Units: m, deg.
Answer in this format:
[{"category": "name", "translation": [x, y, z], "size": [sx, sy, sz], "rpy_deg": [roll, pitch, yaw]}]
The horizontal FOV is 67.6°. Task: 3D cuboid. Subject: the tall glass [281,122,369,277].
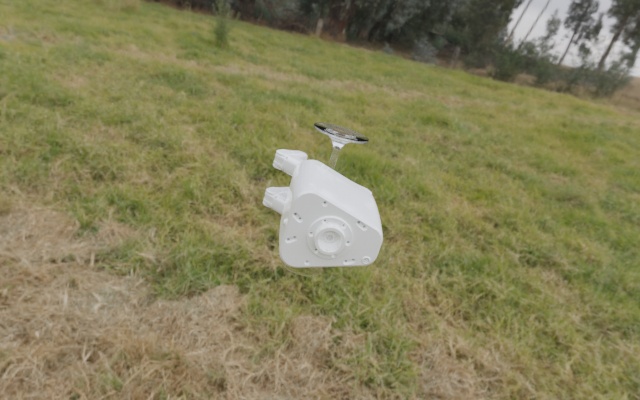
[{"category": "tall glass", "translation": [0.000, 0.001, 0.646], "size": [0.079, 0.201, 0.079], "rpy_deg": [15, 20, -5]}]
